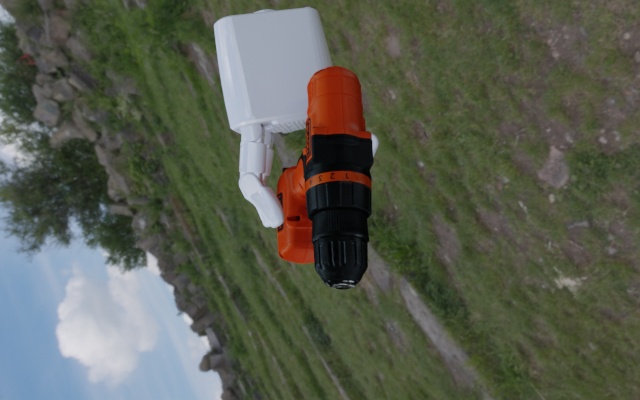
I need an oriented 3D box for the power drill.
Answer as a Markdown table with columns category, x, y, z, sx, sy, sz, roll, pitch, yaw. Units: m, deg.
| category | x | y | z | sx | sy | sz | roll | pitch | yaw |
| --- | --- | --- | --- | --- | --- | --- | --- | --- | --- |
| power drill | 0.000 | 0.001 | 0.440 | 0.057 | 0.184 | 0.188 | 5 | -21 | -13 |
